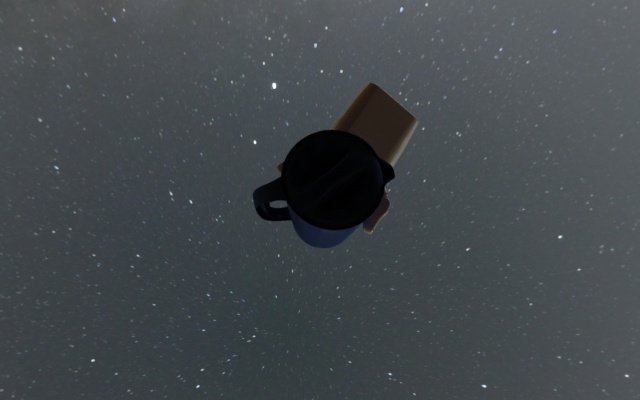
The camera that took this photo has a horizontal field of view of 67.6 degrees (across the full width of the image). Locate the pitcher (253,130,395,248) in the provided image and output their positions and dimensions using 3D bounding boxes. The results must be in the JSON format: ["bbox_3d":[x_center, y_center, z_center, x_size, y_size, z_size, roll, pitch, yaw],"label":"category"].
[{"bbox_3d":[0.000,0.002,0.711,0.149,0.145,0.243,32,-14,5],"label":"pitcher"}]
